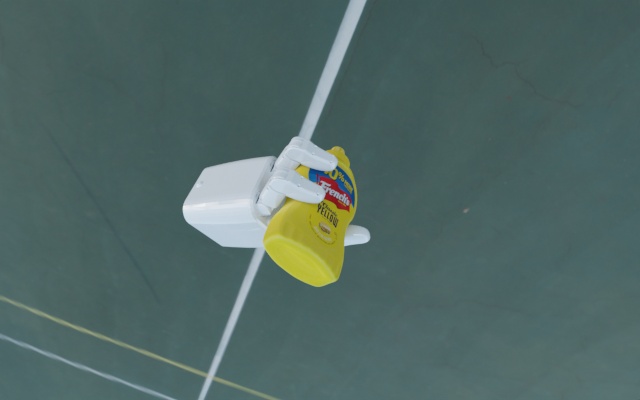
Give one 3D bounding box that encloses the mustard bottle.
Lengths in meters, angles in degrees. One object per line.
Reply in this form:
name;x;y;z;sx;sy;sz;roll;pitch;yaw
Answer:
mustard bottle;0.000;0.002;0.582;0.096;0.191;0.058;40;-46;-22
